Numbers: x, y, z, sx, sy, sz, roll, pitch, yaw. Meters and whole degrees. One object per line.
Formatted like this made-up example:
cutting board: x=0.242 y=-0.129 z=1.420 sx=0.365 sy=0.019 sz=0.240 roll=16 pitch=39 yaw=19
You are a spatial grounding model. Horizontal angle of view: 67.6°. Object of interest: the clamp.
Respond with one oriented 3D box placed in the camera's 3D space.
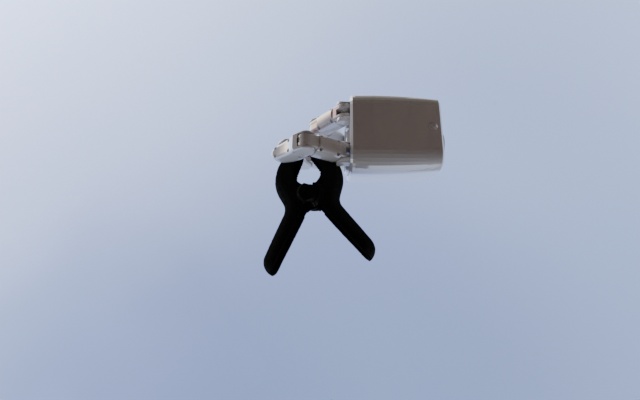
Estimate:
clamp: x=0.000 y=0.002 z=0.542 sx=0.120 sy=0.171 sz=0.039 roll=1 pitch=-22 yaw=0
